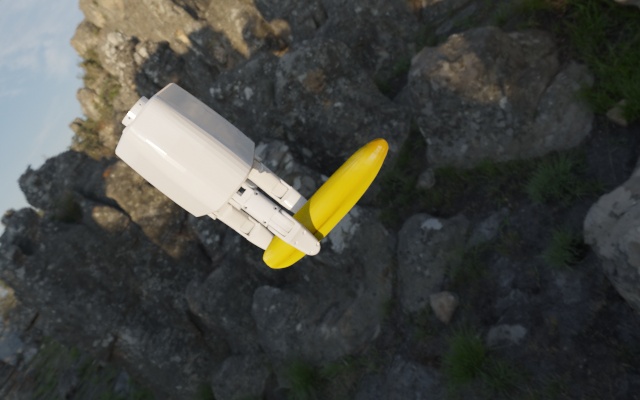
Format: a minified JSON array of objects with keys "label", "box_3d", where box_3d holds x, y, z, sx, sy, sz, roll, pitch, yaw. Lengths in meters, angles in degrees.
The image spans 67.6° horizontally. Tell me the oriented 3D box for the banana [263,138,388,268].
[{"label":"banana","box_3d":[-0.003,0.012,0.500,0.037,0.198,0.069,39,21,-15]}]
